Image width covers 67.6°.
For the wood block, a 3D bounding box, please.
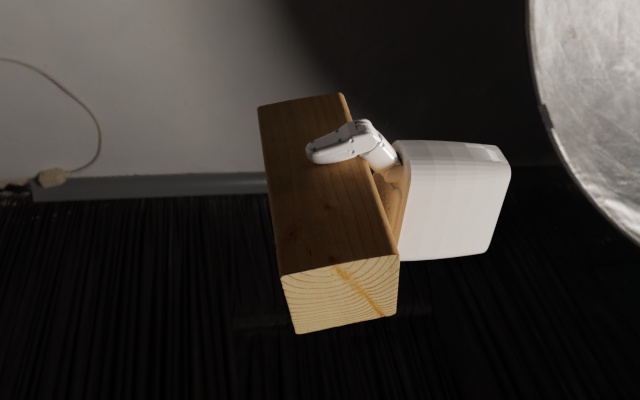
[{"bbox_3d":[0.000,0.001,0.441,0.090,0.206,0.091,-10,-43,-3],"label":"wood block"}]
